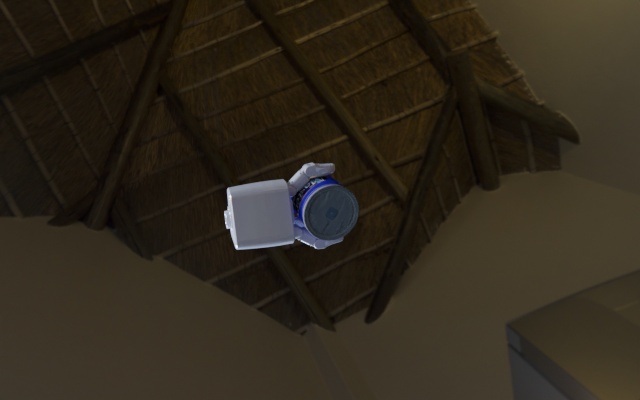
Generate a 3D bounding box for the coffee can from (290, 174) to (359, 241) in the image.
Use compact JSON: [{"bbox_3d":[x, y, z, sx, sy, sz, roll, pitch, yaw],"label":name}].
[{"bbox_3d":[0.000,0.003,0.898,0.103,0.103,0.140,0,17,-17],"label":"coffee can"}]
